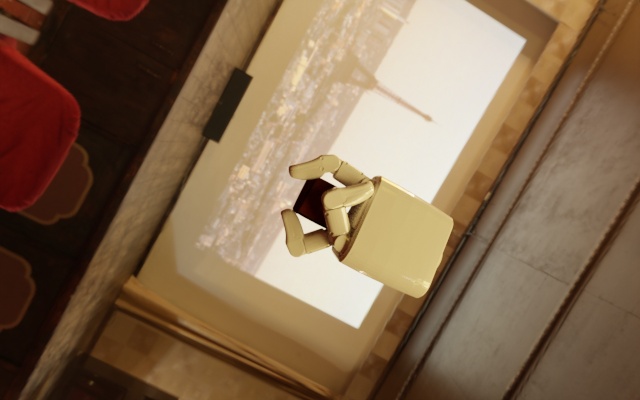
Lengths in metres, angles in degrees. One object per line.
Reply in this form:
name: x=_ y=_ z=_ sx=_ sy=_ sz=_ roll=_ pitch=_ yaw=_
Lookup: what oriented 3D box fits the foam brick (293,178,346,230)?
foam brick: x=0.000 y=0.002 z=0.600 sx=0.051 sy=0.053 sz=0.078 roll=27 pitch=1 yaw=-8
